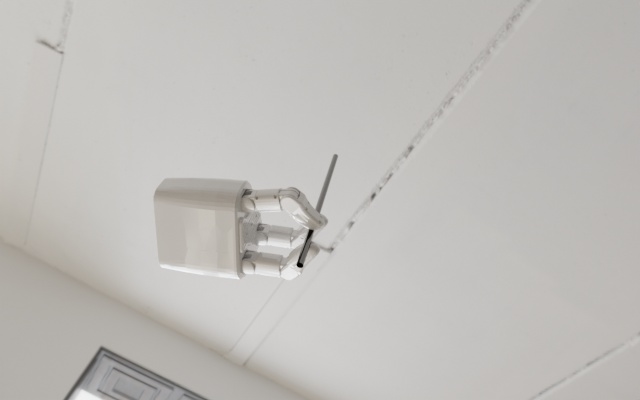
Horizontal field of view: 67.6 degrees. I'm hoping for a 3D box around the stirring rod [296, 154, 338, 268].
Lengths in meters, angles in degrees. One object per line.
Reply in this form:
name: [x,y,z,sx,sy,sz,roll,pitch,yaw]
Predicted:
stirring rod: [0.000,0.002,0.603,0.011,0.011,0.239,0,34,13]
